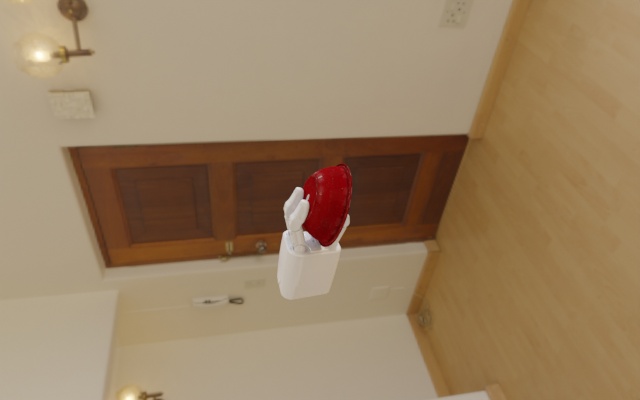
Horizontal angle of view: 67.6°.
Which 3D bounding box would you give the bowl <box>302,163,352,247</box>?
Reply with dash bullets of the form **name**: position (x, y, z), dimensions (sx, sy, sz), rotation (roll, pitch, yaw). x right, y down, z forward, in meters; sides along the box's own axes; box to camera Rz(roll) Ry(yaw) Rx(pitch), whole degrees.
- **bowl**: position (0.000, 0.002, 0.892), dimensions (0.055, 0.162, 0.162), rotation (14, -5, -19)
